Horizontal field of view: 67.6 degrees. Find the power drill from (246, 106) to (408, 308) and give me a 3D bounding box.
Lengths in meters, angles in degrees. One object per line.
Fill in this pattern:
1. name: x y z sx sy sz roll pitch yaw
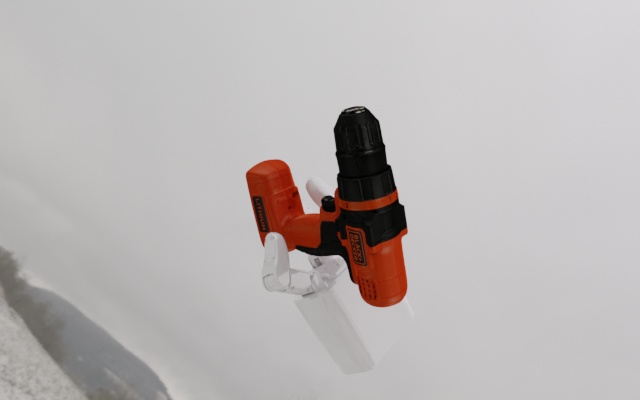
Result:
1. power drill: 0.000 0.002 0.472 0.057 0.184 0.187 -22 20 -35
